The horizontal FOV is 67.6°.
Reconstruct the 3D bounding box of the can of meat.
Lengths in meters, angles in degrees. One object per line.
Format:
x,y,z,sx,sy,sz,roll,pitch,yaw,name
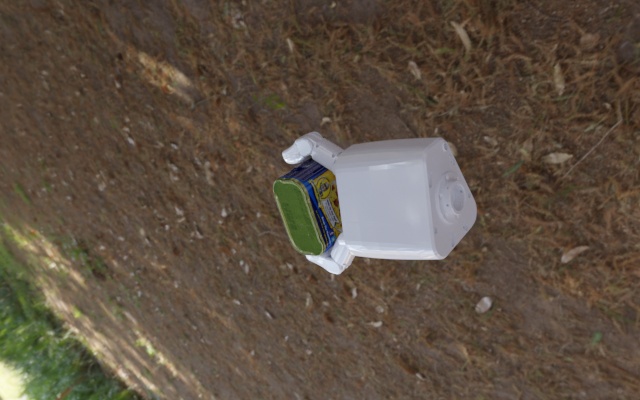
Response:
0.000,0.002,0.549,0.057,0.102,0.084,2,29,43,can of meat
